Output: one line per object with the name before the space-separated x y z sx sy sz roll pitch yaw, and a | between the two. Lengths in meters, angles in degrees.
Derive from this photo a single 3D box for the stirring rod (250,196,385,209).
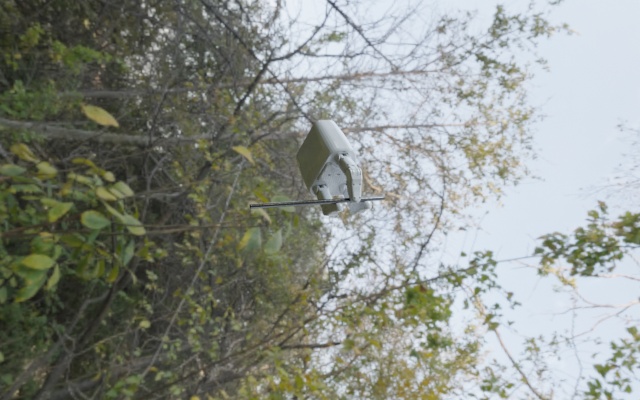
stirring rod | 0.000 0.003 0.802 0.239 0.011 0.011 -4 1 -21
